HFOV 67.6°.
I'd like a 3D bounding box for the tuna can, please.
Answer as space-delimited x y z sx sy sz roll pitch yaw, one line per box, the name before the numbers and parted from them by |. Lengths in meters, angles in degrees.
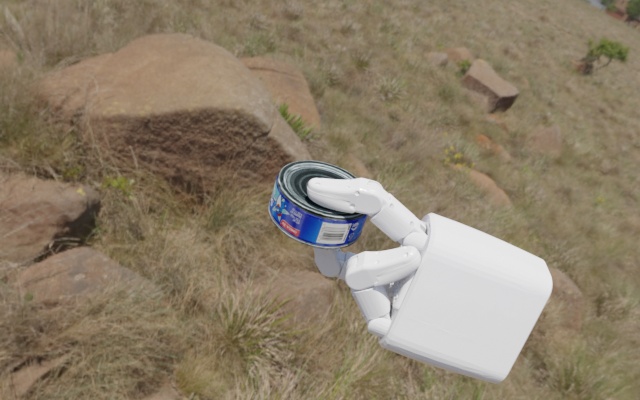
tuna can | 0.000 0.001 0.413 0.086 0.034 0.086 13 34 -9
